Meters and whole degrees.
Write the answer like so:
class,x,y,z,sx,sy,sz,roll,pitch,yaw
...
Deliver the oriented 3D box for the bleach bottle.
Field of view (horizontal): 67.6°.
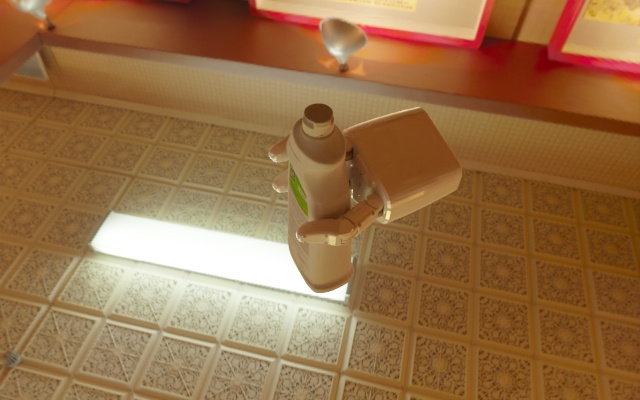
class,x,y,z,sx,sy,sz,roll,pitch,yaw
bleach bottle,0.000,0.002,0.546,0.068,0.102,0.251,-22,-35,-18
